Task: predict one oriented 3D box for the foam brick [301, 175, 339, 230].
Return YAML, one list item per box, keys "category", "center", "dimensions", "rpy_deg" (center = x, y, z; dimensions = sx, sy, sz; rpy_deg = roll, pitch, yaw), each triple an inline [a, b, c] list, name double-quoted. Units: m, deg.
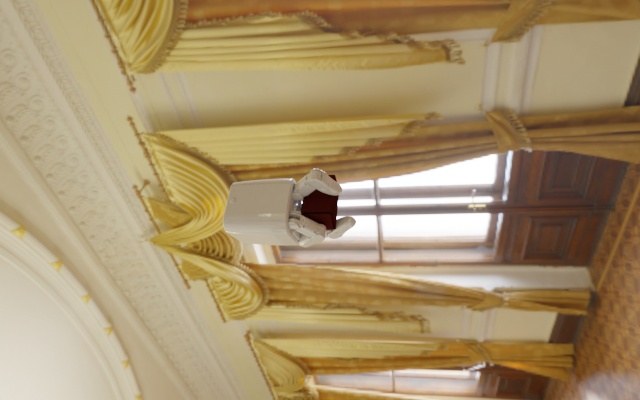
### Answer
- category: "foam brick"
  center: [0.000, 0.002, 0.785]
  dimensions: [0.051, 0.078, 0.053]
  rpy_deg: [-1, -35, 10]
